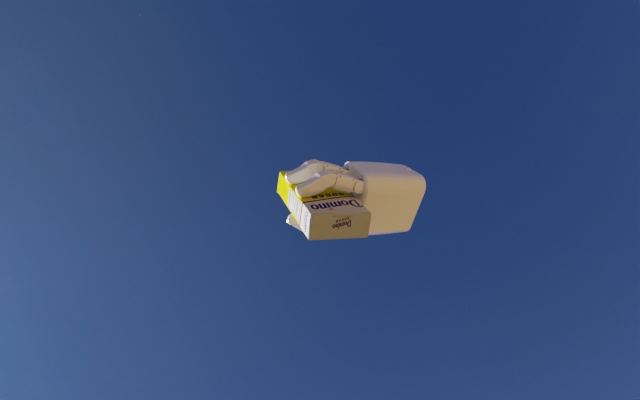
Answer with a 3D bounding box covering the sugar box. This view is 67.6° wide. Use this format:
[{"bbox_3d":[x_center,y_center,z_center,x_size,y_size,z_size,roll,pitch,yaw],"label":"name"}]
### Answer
[{"bbox_3d":[0.000,0.002,0.730,0.093,0.048,0.176,-1,20,-21],"label":"sugar box"}]
